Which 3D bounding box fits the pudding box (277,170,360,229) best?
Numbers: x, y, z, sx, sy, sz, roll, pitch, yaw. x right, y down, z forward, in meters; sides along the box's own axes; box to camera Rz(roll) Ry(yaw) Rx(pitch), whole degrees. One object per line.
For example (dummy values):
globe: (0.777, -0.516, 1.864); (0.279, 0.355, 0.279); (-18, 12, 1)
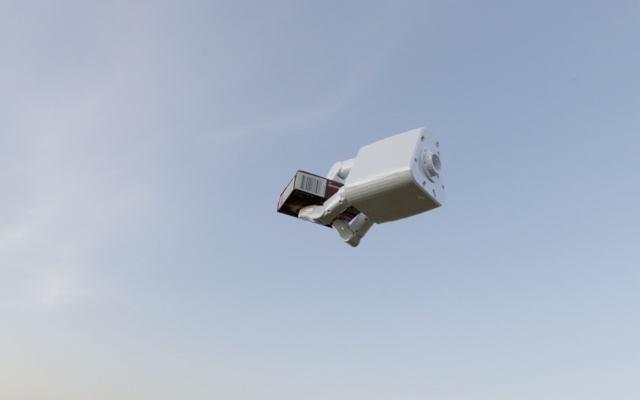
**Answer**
pudding box: (0.000, 0.002, 0.732); (0.113, 0.039, 0.090); (19, -30, -14)
